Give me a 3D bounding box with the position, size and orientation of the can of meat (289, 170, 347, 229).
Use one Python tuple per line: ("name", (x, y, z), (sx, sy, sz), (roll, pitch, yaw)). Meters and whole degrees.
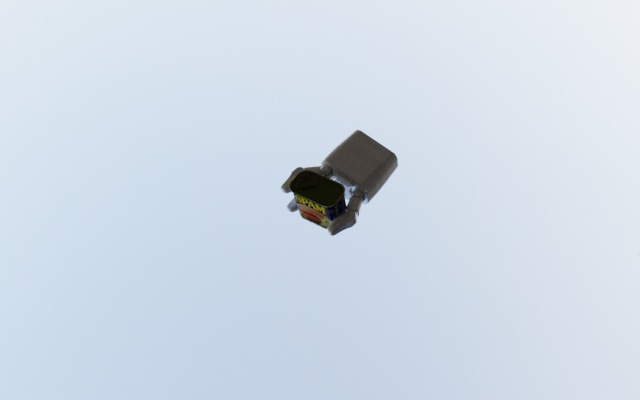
("can of meat", (0.000, 0.003, 0.875), (0.102, 0.057, 0.084), (24, -30, 28))
